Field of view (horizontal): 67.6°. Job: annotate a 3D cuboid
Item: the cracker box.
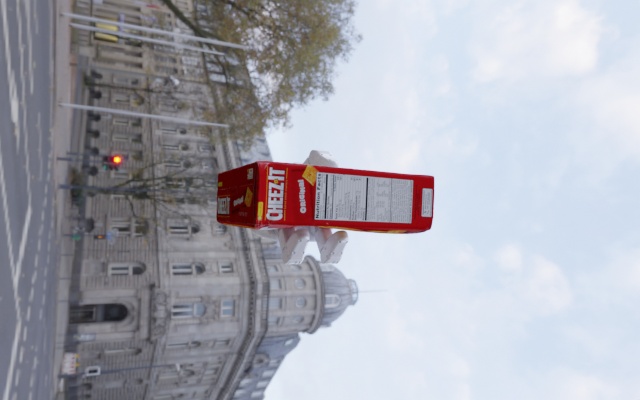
[{"bbox_3d":[0.000,0.002,0.568,0.214,0.072,0.164,3,-3,-25],"label":"cracker box"}]
